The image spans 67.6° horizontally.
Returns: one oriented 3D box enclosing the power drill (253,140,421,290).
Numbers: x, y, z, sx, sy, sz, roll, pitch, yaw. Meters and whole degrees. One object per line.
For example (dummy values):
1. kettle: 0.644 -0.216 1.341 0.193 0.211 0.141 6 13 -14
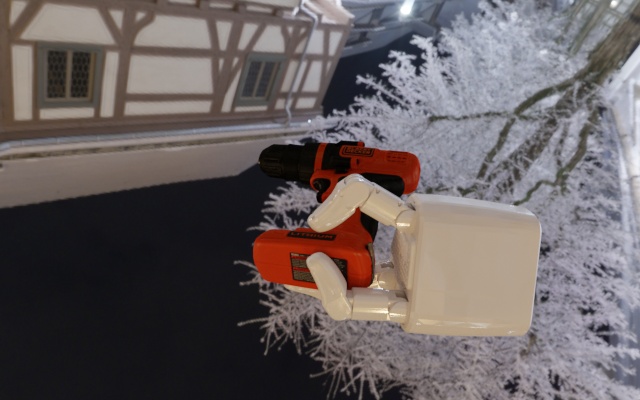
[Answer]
1. power drill: 0.000 0.002 0.482 0.184 0.057 0.187 5 39 16
